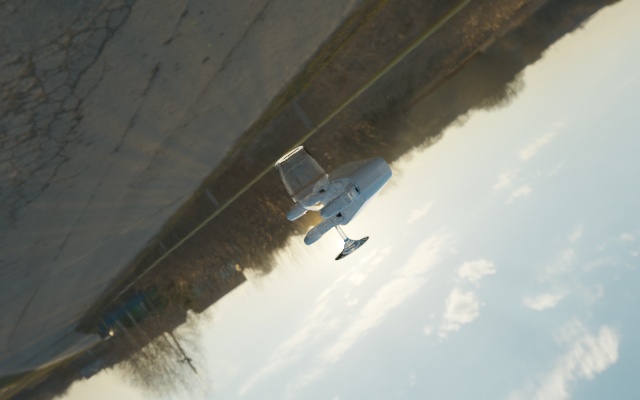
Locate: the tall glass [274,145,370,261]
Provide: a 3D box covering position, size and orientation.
[{"bbox_3d":[0.000,0.003,0.838,0.079,0.201,0.079,-34,3,2],"label":"tall glass"}]
